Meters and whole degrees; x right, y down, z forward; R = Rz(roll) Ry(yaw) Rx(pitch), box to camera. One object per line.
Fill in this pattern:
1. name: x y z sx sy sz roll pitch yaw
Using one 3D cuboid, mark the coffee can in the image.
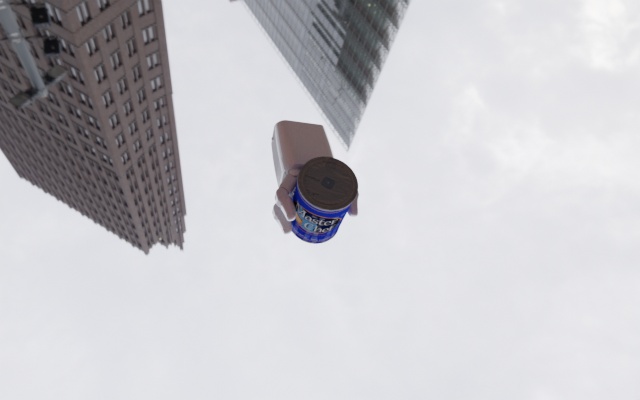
1. coffee can: 0.000 0.003 0.847 0.103 0.102 0.140 0 -28 -12
